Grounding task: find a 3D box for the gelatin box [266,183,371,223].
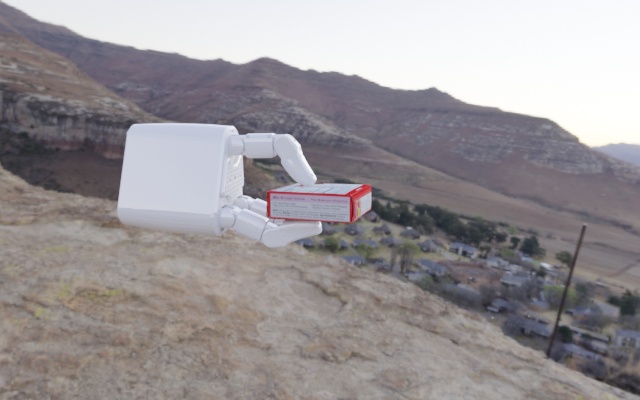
[{"bbox_3d":[0.000,0.001,0.480,0.089,0.030,0.073,2,9,19],"label":"gelatin box"}]
